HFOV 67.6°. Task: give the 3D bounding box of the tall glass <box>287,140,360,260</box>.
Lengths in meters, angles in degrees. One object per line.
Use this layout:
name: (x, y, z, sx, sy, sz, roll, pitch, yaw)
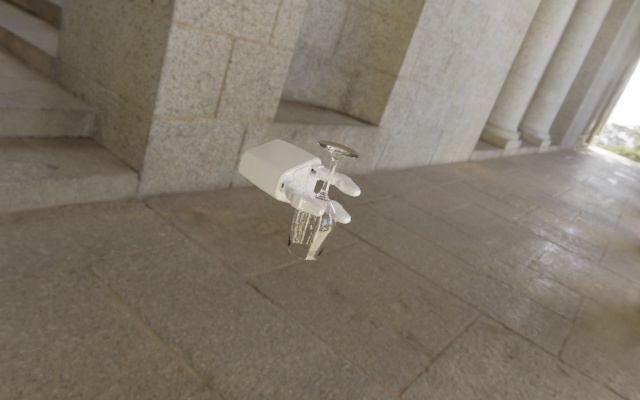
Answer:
tall glass: (0.000, 0.002, 0.824, 0.079, 0.201, 0.079, 17, 20, -6)
